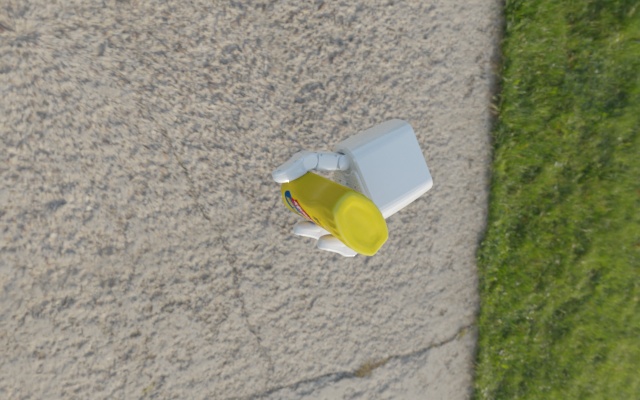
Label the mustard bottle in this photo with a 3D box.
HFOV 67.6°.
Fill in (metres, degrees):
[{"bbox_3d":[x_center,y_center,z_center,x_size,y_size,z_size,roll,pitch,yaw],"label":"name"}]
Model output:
[{"bbox_3d":[0.000,0.002,0.619,0.096,0.058,0.191,46,-10,-34],"label":"mustard bottle"}]
